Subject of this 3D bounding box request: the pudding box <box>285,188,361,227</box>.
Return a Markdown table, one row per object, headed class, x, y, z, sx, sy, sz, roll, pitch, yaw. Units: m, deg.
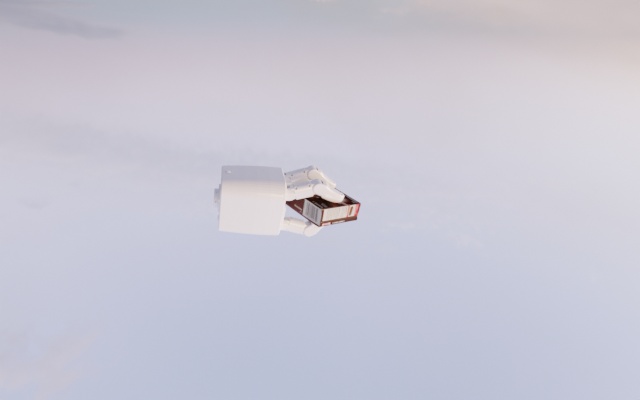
| class | x | y | z | sx | sy | sz | roll | pitch | yaw |
| --- | --- | --- | --- | --- | --- | --- | --- | --- | --- |
| pudding box | 0.000 | 0.003 | 0.842 | 0.090 | 0.039 | 0.113 | -9 | 31 | -38 |
